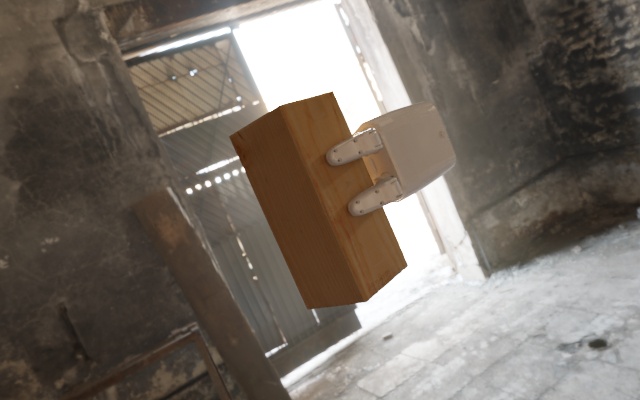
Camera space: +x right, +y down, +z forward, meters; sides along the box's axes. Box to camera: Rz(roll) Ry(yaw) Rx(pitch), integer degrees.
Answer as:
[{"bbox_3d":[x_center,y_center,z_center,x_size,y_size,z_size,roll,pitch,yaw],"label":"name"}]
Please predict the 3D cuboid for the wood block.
[{"bbox_3d":[0.000,0.001,0.514,0.091,0.206,0.090,-20,6,44],"label":"wood block"}]
